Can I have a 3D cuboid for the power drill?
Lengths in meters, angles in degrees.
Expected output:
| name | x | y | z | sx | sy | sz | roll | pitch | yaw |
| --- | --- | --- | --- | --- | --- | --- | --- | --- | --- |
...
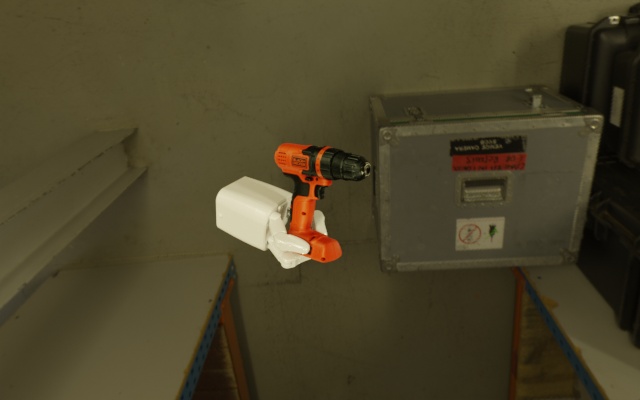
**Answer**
| name | x | y | z | sx | sy | sz | roll | pitch | yaw |
| --- | --- | --- | --- | --- | --- | --- | --- | --- | --- |
| power drill | 0.000 | 0.003 | 0.792 | 0.184 | 0.188 | 0.057 | 14 | 18 | 39 |
